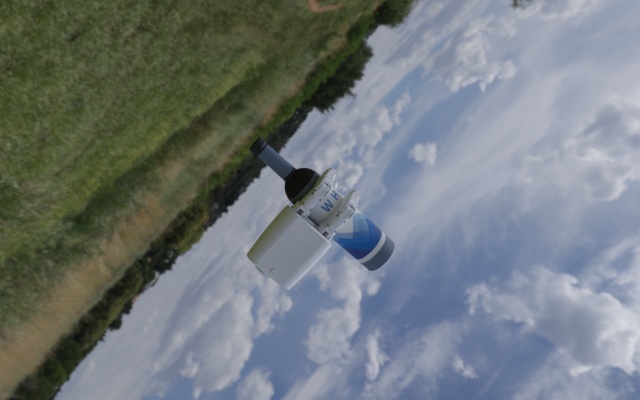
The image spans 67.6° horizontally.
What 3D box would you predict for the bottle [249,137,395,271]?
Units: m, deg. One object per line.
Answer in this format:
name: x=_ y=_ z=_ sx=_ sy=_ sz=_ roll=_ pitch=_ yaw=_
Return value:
bottle: x=0.000 y=0.003 z=0.802 sx=0.296 sy=0.069 sz=0.069 roll=42 pitch=-12 yaw=-14
